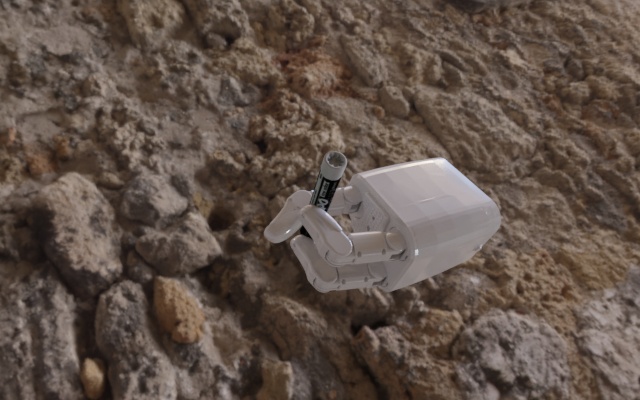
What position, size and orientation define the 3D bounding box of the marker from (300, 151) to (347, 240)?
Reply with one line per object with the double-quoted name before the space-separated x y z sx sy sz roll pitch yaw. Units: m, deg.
"marker" 0.000 0.001 0.424 0.020 0.020 0.121 0 -34 -14
